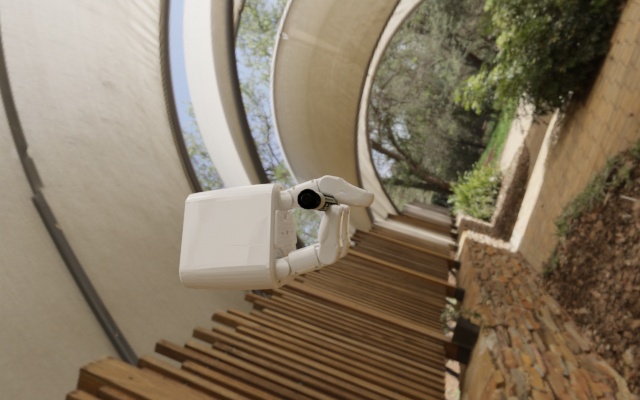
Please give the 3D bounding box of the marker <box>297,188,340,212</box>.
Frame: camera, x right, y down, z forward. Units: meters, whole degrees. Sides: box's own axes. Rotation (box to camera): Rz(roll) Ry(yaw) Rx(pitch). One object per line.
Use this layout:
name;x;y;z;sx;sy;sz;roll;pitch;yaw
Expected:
marker;0.000;0.002;0.474;0.020;0.020;0.121;0;-3;12
